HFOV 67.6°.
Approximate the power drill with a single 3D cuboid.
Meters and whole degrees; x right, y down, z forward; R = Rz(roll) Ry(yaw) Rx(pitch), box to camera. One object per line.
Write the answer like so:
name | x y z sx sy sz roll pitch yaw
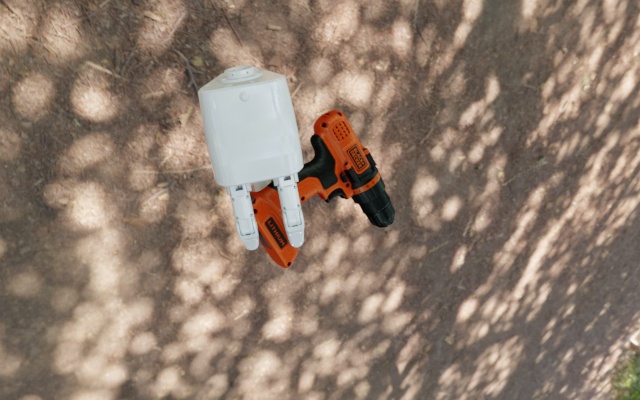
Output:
power drill | 0.000 0.002 0.632 0.187 0.184 0.057 -39 21 -18
